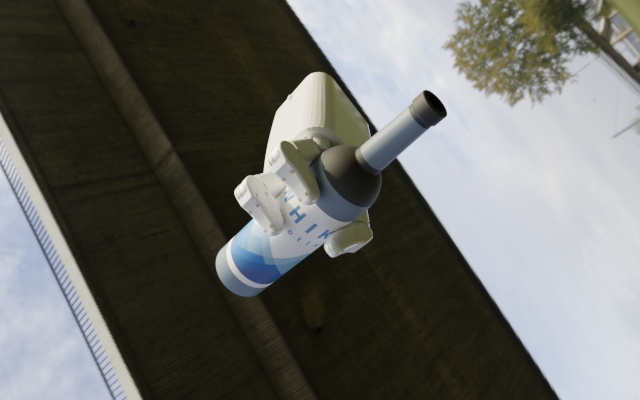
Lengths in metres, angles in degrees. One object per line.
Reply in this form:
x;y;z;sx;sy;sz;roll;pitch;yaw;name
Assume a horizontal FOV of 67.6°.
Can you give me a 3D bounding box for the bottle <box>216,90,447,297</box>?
0.000;0.002;0.460;0.069;0.069;0.296;0;-32;-46;bottle
